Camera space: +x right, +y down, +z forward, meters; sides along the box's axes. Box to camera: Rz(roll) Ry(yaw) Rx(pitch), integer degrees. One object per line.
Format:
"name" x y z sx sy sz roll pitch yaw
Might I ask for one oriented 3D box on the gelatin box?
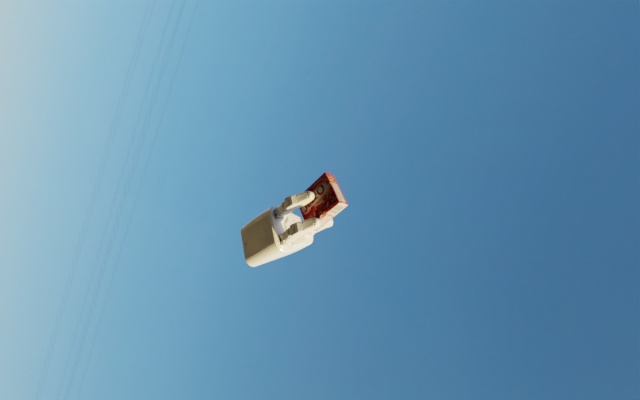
"gelatin box" 0.001 0.003 0.896 0.089 0.073 0.030 -41 -35 27
